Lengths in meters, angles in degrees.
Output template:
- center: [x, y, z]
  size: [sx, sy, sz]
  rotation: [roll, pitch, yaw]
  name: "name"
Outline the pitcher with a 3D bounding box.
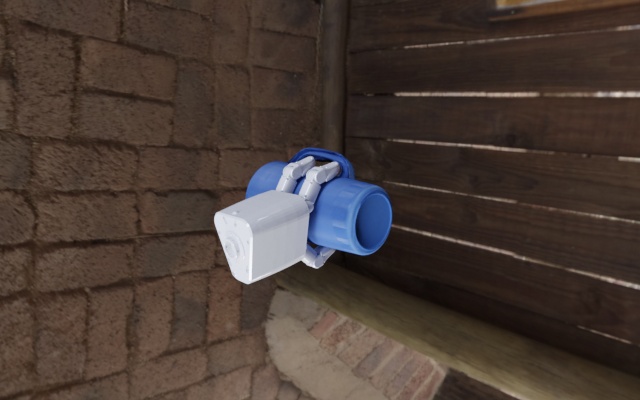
- center: [0.000, 0.003, 0.798]
  size: [0.145, 0.149, 0.243]
  rotation: [-21, 24, -40]
  name: "pitcher"
